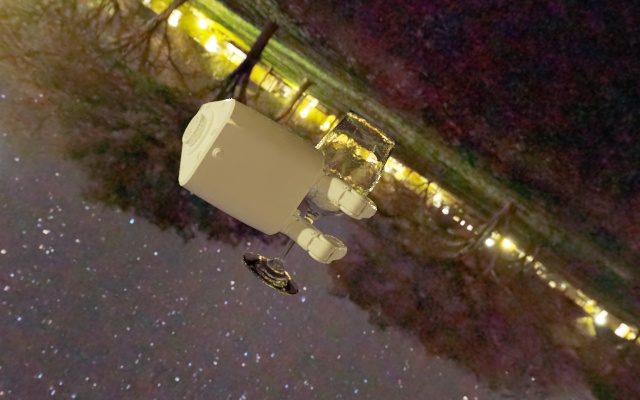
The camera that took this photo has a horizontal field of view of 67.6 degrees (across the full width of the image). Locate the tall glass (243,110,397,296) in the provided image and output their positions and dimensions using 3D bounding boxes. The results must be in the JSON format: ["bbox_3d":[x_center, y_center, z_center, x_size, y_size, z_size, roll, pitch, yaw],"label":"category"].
[{"bbox_3d":[0.000,0.002,0.522,0.079,0.201,0.079,34,8,-5],"label":"tall glass"}]
